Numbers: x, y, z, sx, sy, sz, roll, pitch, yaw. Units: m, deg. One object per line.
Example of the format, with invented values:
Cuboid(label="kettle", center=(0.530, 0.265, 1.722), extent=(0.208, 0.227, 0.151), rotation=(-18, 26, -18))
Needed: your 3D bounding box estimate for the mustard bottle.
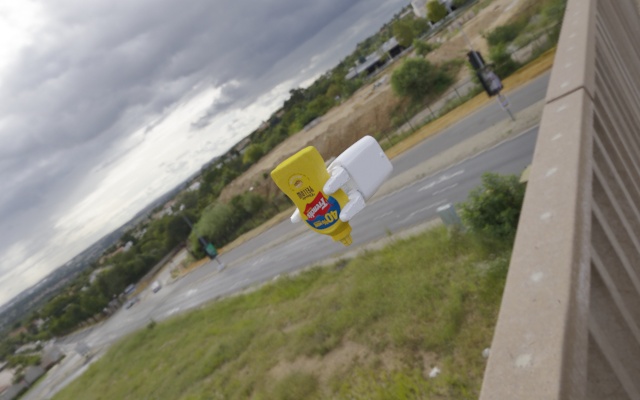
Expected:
Cuboid(label="mustard bottle", center=(0.000, 0.003, 0.865), extent=(0.096, 0.192, 0.058), rotation=(-28, 13, 29))
